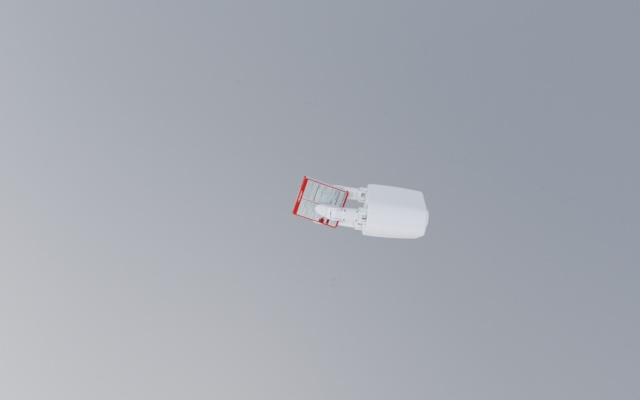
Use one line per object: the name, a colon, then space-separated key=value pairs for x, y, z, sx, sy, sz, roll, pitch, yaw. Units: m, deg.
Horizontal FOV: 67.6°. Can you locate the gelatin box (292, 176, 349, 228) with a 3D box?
gelatin box: x=0.000 y=0.003 z=0.893 sx=0.089 sy=0.073 sz=0.030 roll=18 pitch=10 yaw=-4
